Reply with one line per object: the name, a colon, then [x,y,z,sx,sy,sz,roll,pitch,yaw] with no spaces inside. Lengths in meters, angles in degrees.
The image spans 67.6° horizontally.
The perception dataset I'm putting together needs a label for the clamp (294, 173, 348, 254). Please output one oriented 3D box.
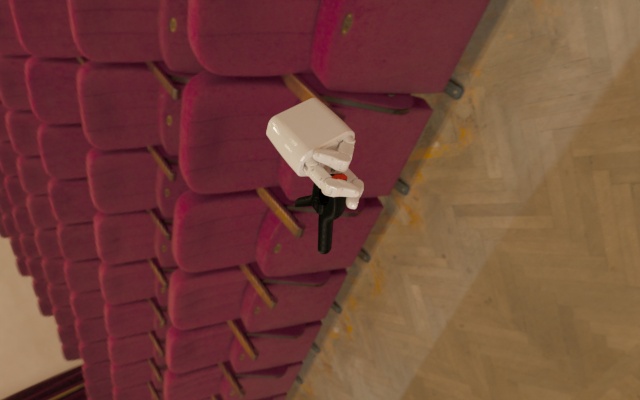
clamp: [0.000,0.003,0.838,0.039,0.120,0.172,-19,-34,-35]
